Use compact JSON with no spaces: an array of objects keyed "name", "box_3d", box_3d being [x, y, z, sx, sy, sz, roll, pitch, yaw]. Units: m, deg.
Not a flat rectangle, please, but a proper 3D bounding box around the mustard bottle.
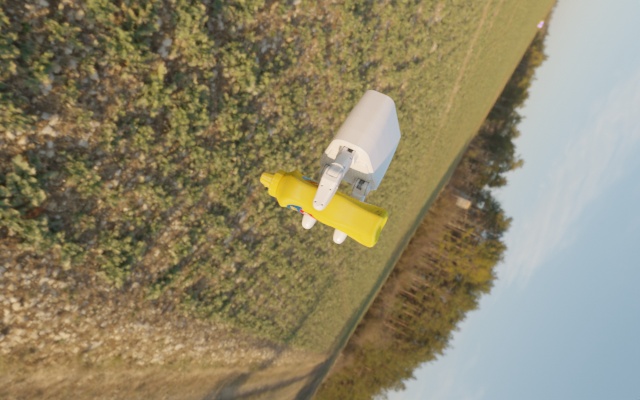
[{"name":"mustard bottle","box_3d":[0.000,0.003,0.691,0.191,0.058,0.096,25,1,11]}]
